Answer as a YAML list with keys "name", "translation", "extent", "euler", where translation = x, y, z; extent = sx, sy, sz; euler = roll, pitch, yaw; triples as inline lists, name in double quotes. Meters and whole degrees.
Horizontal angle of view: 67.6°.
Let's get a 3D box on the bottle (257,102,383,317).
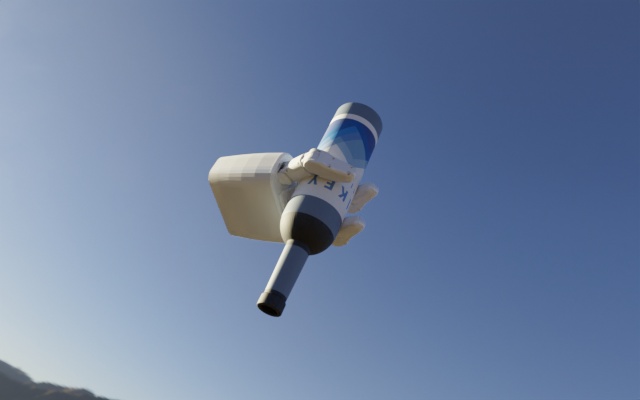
- name: "bottle"
  translation: [0.000, 0.002, 0.564]
  extent: [0.069, 0.295, 0.069]
  euler: [17, -36, 13]
